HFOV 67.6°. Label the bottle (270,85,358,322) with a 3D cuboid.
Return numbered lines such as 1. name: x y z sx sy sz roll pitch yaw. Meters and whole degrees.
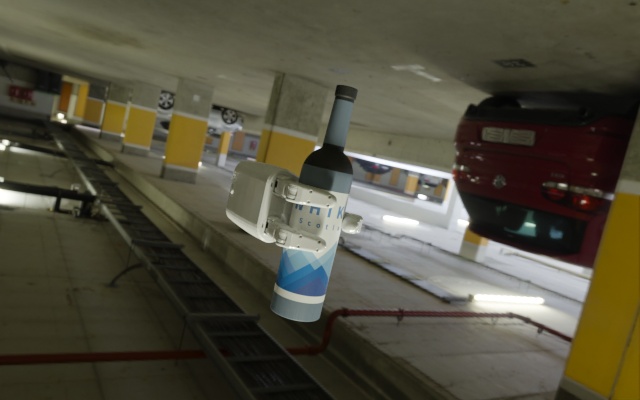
1. bottle: 0.000 0.002 0.608 0.069 0.296 0.069 13 5 -1
